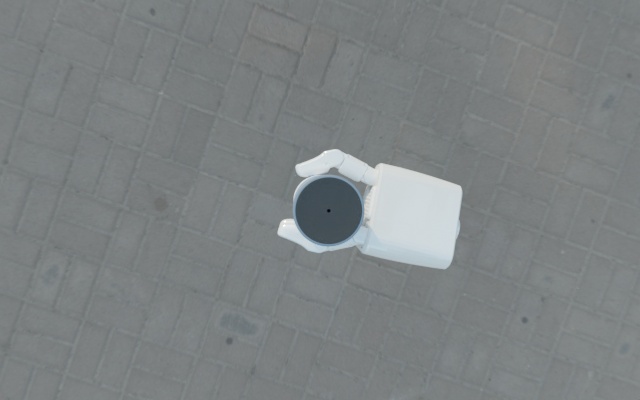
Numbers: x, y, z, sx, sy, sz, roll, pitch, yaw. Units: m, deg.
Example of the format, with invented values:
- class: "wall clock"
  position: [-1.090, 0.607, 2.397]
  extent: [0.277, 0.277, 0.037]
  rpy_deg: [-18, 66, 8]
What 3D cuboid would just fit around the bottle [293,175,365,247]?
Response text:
- class: "bottle"
  position: [0.000, 0.002, 0.584]
  extent: [0.069, 0.069, 0.295]
  rpy_deg: [0, 3, -3]
